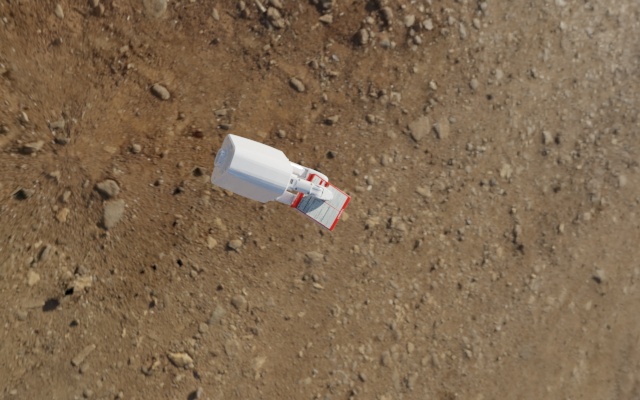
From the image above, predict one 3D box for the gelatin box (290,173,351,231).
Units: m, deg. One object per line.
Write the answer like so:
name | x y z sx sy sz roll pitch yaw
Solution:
gelatin box | 0.001 0.003 0.874 0.089 0.073 0.030 33 -9 -20
